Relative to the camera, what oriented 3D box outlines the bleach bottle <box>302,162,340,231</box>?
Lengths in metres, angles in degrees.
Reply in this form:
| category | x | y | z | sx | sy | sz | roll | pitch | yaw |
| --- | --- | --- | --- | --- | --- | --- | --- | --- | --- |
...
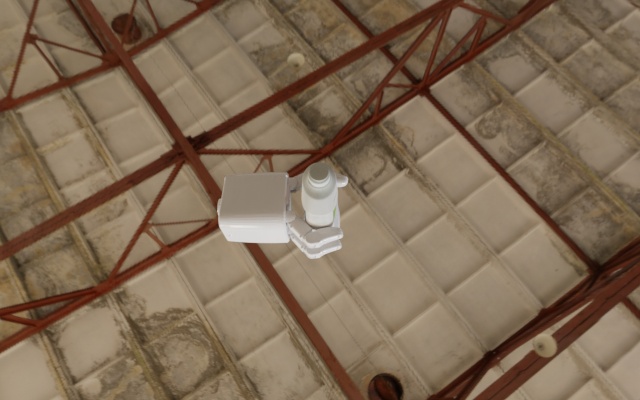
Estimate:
| category | x | y | z | sx | sy | sz | roll | pitch | yaw |
| --- | --- | --- | --- | --- | --- | --- | --- | --- | --- |
| bleach bottle | 0.000 | 0.003 | 0.778 | 0.068 | 0.102 | 0.251 | 1 | -24 | 1 |
